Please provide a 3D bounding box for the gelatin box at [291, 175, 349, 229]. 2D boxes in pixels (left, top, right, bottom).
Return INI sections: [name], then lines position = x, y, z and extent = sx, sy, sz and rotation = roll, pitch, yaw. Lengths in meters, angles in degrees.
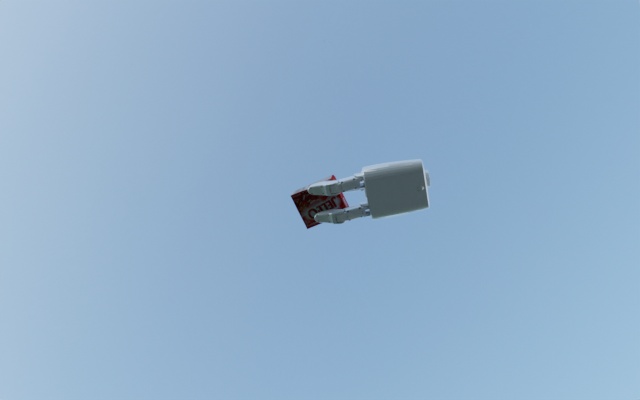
[gelatin box]
position = 0.000, 0.003, 0.885
extent = 0.089, 0.073, 0.030
rotation = -22, 15, 16
